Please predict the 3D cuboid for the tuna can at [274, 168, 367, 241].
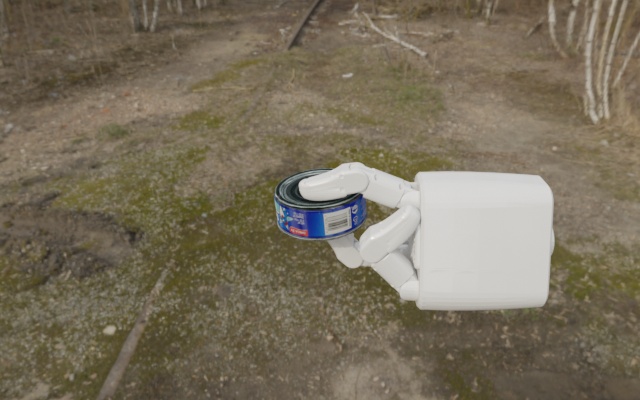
[{"bbox_3d":[0.000,0.001,0.445,0.086,0.034,0.086,-4,27,2],"label":"tuna can"}]
